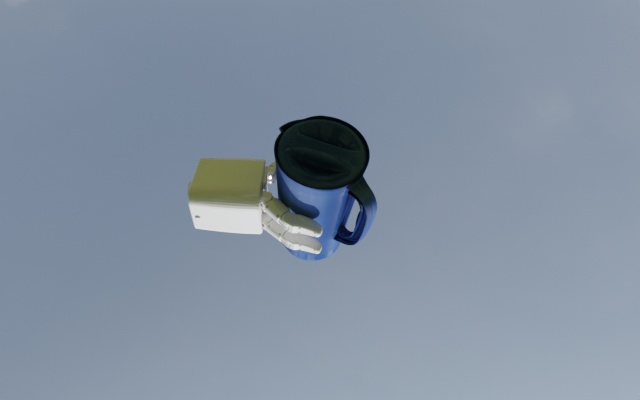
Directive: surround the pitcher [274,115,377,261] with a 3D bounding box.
[{"bbox_3d":[0.000,0.002,0.746,0.145,0.149,0.243,3,-35,-3],"label":"pitcher"}]
